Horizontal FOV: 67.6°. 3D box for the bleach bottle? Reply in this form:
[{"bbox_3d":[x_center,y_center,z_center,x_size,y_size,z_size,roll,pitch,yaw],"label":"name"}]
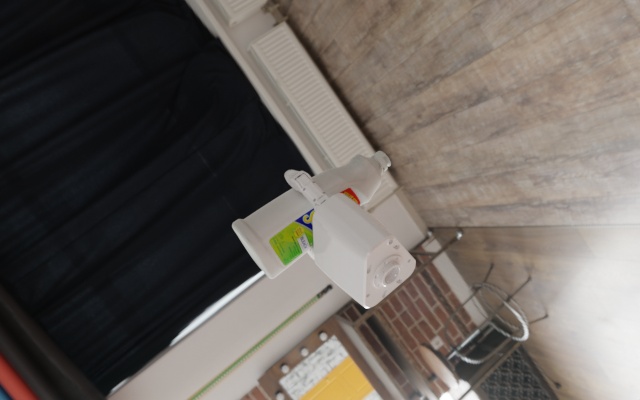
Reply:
[{"bbox_3d":[0.000,0.002,0.702,0.251,0.103,0.068,-37,46,-14],"label":"bleach bottle"}]
